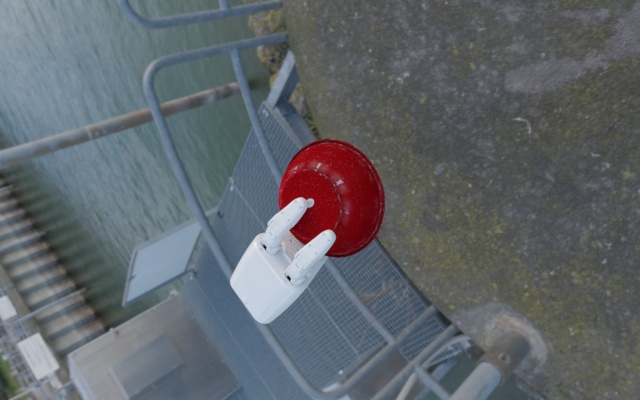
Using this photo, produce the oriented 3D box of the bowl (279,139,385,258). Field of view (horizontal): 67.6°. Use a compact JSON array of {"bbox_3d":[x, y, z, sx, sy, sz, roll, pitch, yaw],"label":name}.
[{"bbox_3d":[0.000,0.001,0.622,0.162,0.162,0.055,0,8,32],"label":"bowl"}]
